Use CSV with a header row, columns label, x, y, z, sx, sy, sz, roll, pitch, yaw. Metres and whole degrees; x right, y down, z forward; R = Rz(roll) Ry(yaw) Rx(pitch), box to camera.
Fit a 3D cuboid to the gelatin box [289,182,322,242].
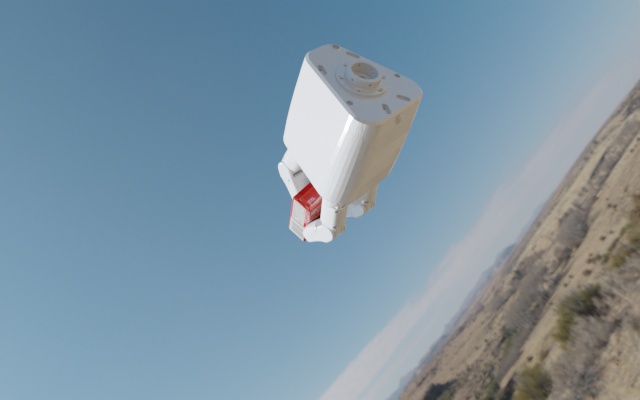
label,x,y,z,sx,sy,sz,roll,pitch,yaw
gelatin box,0.000,0.002,0.567,0.073,0.030,0.089,-41,-15,-24
